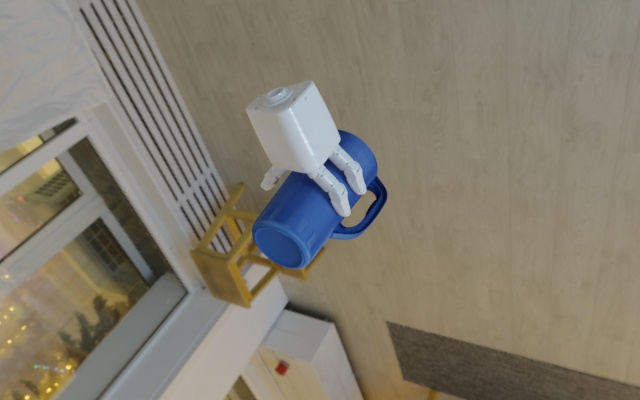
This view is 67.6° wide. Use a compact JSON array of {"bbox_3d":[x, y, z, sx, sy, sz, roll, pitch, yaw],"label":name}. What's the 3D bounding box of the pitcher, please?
[{"bbox_3d":[0.000,0.003,0.812,0.149,0.145,0.242,2,41,37],"label":"pitcher"}]
